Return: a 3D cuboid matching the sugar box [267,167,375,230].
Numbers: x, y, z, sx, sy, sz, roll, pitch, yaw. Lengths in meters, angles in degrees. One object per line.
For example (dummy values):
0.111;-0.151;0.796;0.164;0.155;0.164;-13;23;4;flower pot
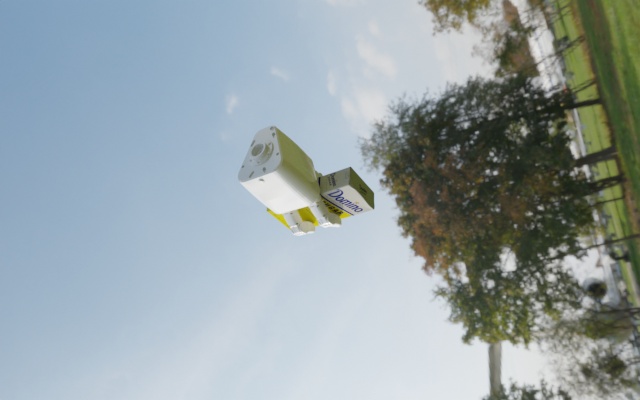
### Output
0.000;0.003;0.869;0.176;0.048;0.093;-16;-38;29;sugar box
